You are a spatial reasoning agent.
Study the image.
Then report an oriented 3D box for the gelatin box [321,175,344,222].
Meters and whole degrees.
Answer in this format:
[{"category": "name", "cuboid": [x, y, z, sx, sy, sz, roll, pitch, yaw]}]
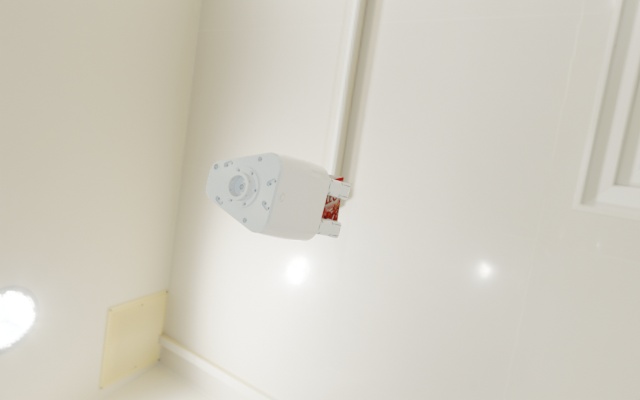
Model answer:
[{"category": "gelatin box", "cuboid": [0.000, 0.002, 0.701, 0.030, 0.073, 0.089, 13, 13, 26]}]
